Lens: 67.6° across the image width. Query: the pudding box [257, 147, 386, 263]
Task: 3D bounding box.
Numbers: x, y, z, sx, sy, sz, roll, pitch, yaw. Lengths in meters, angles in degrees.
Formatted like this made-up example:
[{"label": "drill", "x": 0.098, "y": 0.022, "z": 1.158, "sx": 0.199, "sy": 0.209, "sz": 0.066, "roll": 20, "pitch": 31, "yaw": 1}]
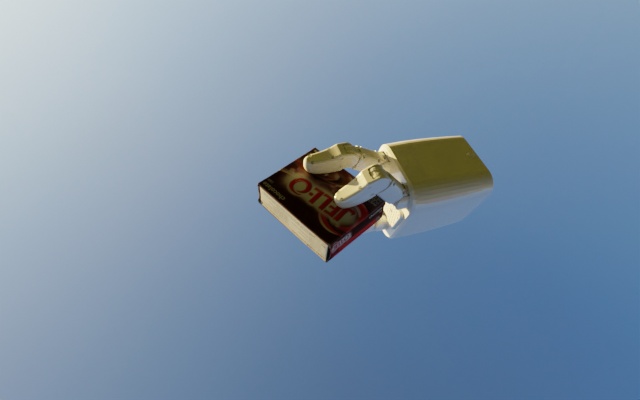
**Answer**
[{"label": "pudding box", "x": 0.000, "y": 0.002, "z": 0.526, "sx": 0.113, "sy": 0.039, "sz": 0.090, "roll": 38, "pitch": 54, "yaw": 25}]
